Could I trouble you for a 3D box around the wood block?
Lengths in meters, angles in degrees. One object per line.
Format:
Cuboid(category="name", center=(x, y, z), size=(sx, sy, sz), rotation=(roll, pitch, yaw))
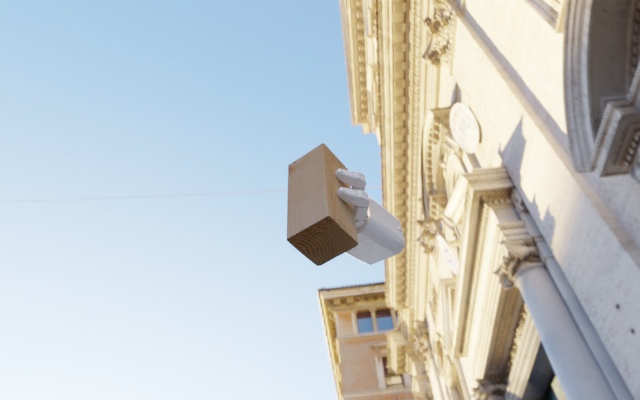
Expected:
Cuboid(category="wood block", center=(0.000, 0.003, 0.871), size=(0.091, 0.206, 0.090), rotation=(-31, -55, 22))
